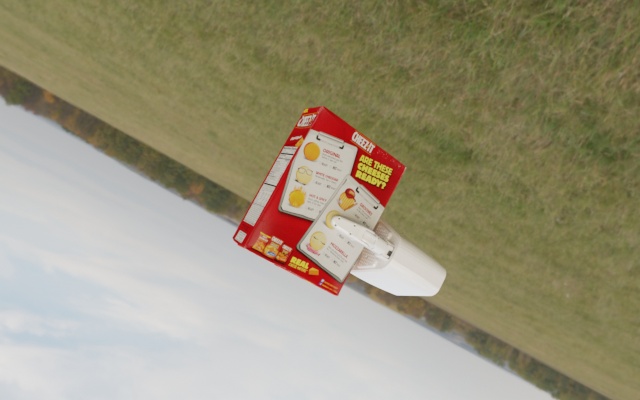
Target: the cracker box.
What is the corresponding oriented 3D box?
[{"bbox_3d":[0.000,0.002,0.674,0.164,0.213,0.072,32,-8,-27],"label":"cracker box"}]
